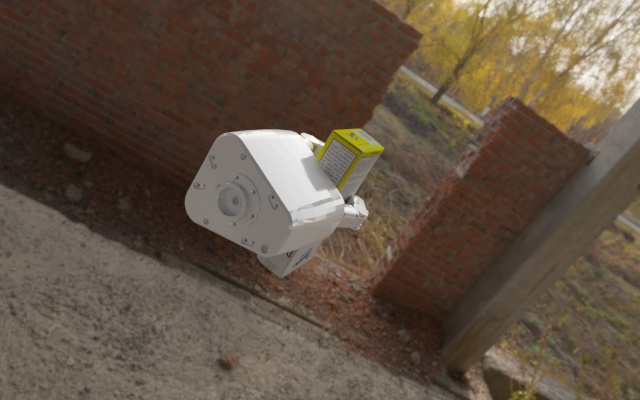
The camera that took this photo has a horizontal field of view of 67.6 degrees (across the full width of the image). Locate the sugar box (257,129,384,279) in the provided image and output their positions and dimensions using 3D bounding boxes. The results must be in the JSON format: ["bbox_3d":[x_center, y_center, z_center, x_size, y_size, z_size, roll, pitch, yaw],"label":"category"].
[{"bbox_3d":[0.000,0.001,0.551,0.048,0.176,0.093,40,21,13],"label":"sugar box"}]
